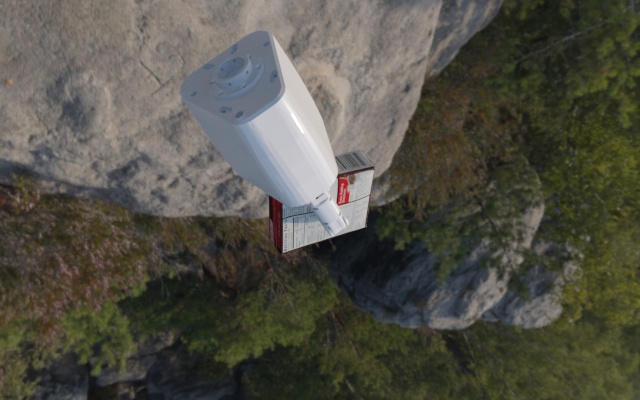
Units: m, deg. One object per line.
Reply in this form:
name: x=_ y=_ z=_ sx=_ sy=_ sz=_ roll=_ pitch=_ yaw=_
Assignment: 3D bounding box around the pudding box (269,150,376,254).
pudding box: x=0.000 y=0.002 z=0.518 sx=0.113 sy=0.090 sz=0.039 roll=-14 pitch=44 yaw=-22
